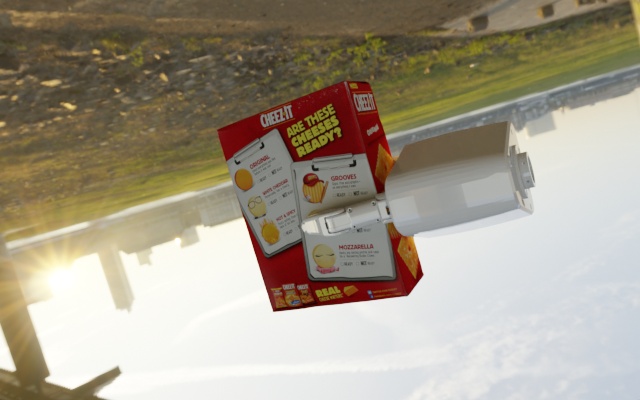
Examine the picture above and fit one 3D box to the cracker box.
[{"bbox_3d":[0.000,0.002,0.511,0.164,0.214,0.072,-14,5,29],"label":"cracker box"}]
